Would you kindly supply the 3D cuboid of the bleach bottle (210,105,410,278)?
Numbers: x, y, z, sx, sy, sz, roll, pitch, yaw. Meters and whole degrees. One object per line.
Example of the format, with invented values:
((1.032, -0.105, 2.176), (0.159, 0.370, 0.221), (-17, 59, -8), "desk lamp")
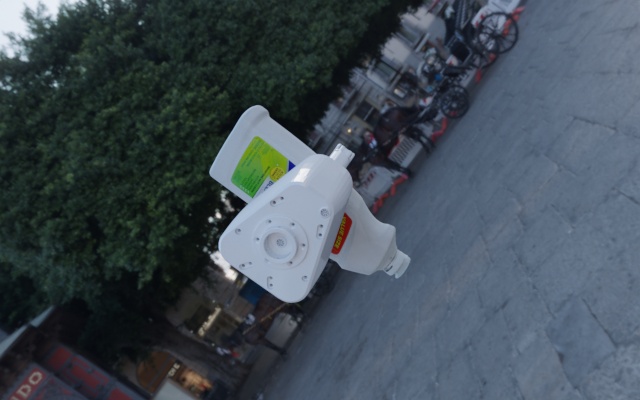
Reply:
((0.000, 0.002, 0.559), (0.251, 0.102, 0.068), (35, 20, -1), "bleach bottle")
